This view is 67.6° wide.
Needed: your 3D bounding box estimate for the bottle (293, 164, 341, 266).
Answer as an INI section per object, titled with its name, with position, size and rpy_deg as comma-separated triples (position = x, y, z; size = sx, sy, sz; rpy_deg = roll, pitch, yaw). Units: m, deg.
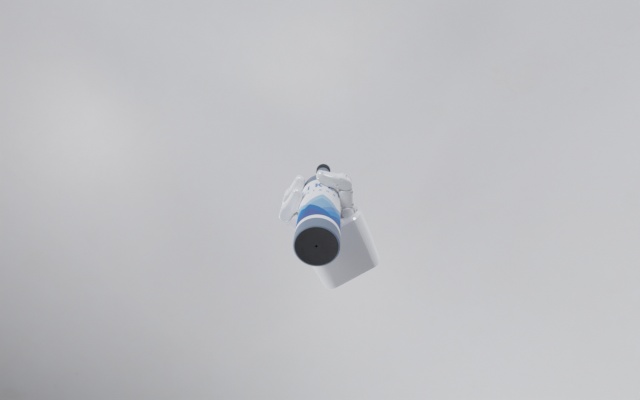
[bottle]
position = 0.000, 0.003, 0.797
size = 0.069, 0.069, 0.295
rpy_deg = 0, 25, 2
